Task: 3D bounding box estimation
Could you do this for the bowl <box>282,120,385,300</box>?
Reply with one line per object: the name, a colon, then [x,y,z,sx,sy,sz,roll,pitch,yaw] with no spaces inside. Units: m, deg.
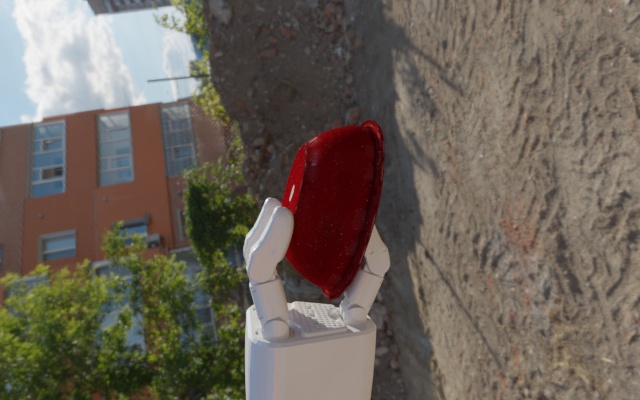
bowl: [0.000,0.000,0.418,0.055,0.162,0.162,14,-3,-11]
